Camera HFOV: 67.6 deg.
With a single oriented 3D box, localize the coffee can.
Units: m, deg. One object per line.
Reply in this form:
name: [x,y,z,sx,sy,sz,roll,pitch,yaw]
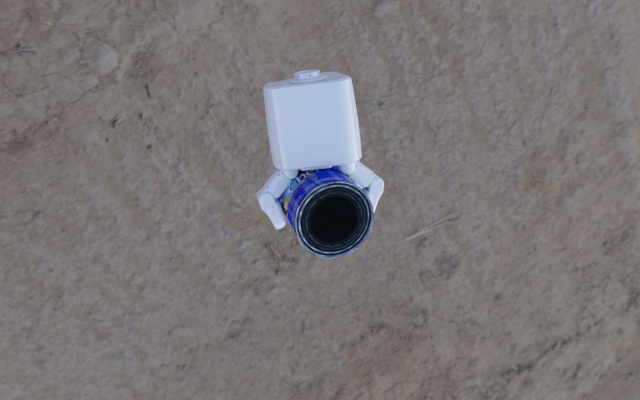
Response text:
coffee can: [0.000,0.002,0.648,0.103,0.103,0.140,0,19,-16]
